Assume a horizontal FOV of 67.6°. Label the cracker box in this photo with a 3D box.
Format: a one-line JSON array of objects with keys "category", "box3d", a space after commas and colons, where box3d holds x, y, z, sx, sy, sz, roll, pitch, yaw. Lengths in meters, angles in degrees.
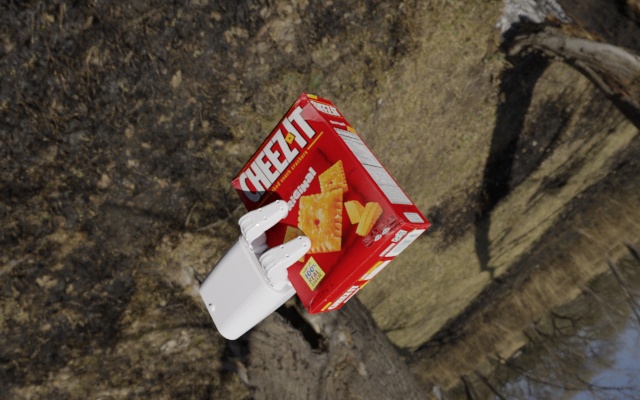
[{"category": "cracker box", "box3d": [0.000, 0.002, 0.582, 0.164, 0.213, 0.072, -47, -28, 24]}]
